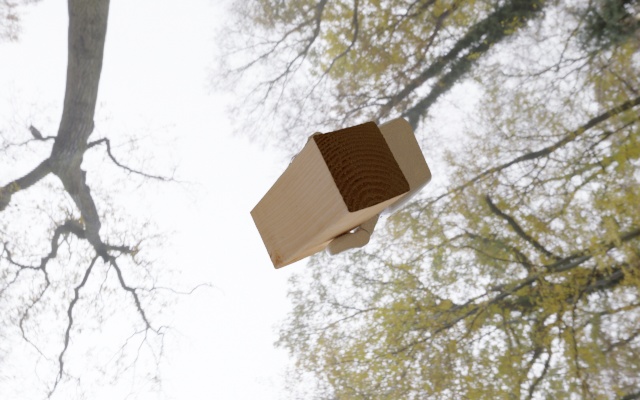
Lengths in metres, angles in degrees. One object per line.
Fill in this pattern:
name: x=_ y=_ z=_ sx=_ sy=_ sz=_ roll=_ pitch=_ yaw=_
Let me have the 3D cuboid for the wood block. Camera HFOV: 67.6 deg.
wood block: x=0.000 y=0.002 z=0.578 sx=0.090 sy=0.091 sz=0.206 roll=-19 pitch=-13 yaw=-33
